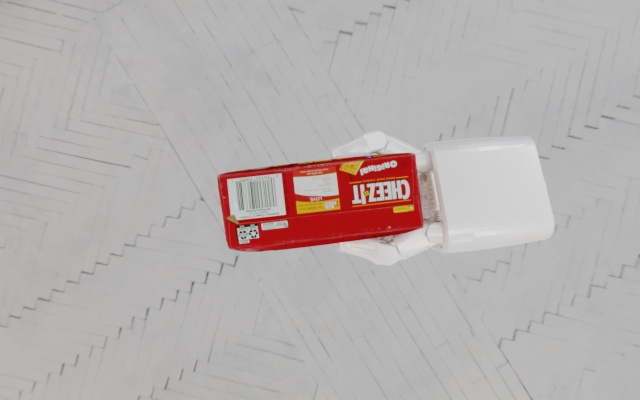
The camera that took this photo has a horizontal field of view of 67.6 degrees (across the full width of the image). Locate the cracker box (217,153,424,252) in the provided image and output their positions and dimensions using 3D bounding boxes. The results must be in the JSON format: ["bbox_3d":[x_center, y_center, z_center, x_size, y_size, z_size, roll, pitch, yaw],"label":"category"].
[{"bbox_3d":[0.000,0.001,0.489,0.164,0.072,0.213,-7,0,0],"label":"cracker box"}]
